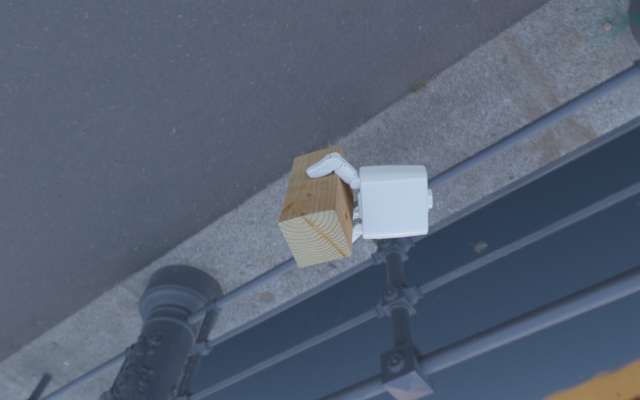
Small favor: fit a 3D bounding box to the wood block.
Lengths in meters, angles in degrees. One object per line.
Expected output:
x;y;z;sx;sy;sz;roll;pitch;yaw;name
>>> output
0.000;0.002;0.790;0.090;0.091;0.206;-14;30;13;wood block
